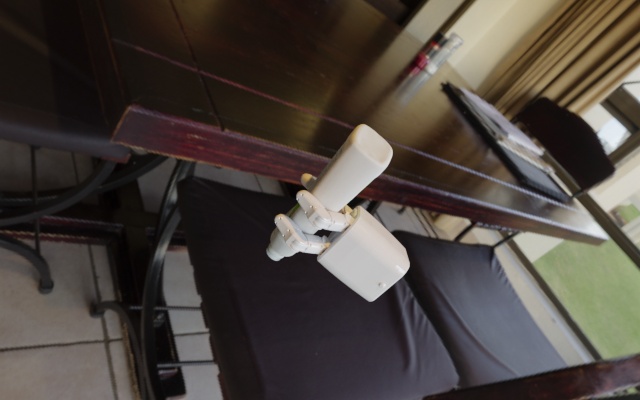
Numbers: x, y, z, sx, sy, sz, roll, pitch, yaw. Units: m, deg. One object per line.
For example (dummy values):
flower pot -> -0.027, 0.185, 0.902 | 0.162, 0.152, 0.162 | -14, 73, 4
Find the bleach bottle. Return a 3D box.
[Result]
bleach bottle -> 0.000, 0.002, 0.727 | 0.251, 0.068, 0.102 | -47, 5, 29
